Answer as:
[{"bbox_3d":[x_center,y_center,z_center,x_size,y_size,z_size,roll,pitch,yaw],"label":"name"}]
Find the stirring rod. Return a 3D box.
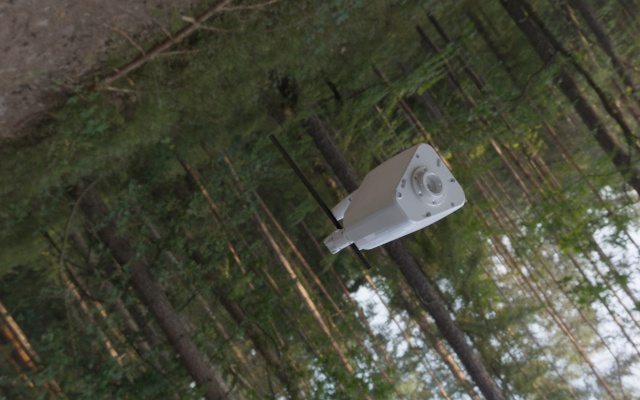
[{"bbox_3d":[0.000,0.002,0.692,0.011,0.239,0.011,-36,2,1],"label":"stirring rod"}]
